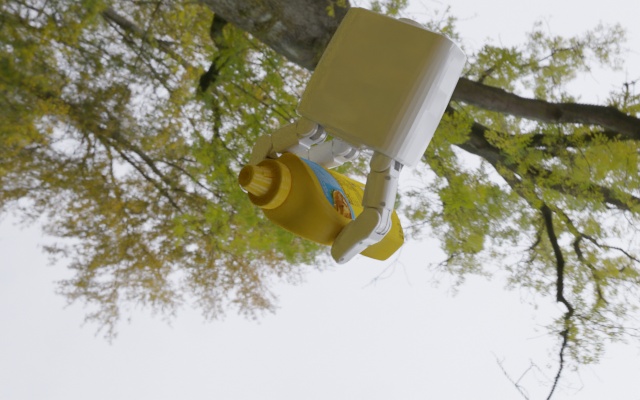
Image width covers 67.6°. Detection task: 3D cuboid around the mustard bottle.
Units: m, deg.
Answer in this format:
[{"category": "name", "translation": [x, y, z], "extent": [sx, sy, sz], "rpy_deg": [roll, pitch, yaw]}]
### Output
[{"category": "mustard bottle", "translation": [0.000, 0.002, 0.448], "extent": [0.058, 0.096, 0.192], "rpy_deg": [-45, -37, 19]}]
